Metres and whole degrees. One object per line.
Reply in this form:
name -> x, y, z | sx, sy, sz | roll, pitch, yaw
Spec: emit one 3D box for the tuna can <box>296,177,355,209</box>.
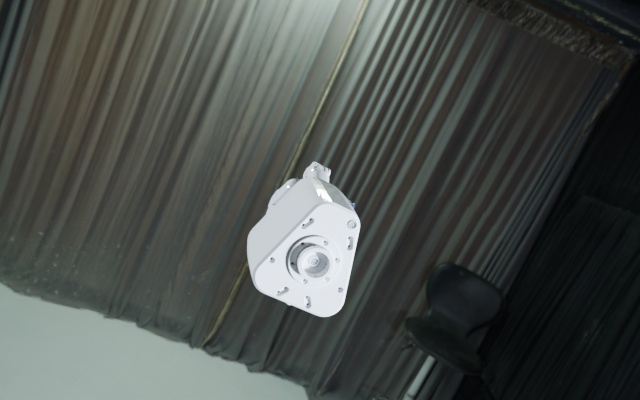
tuna can -> 0.000, 0.001, 0.614 | 0.086, 0.034, 0.086 | 24, 6, -3
